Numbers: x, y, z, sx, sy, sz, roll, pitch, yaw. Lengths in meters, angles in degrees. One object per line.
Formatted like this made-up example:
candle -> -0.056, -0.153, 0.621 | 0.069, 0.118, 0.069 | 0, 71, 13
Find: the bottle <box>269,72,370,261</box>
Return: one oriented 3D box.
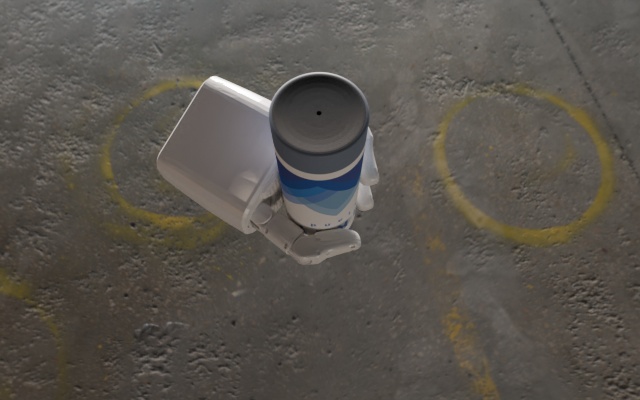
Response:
bottle -> 0.000, 0.001, 0.447 | 0.069, 0.069, 0.296 | 0, -24, 0
